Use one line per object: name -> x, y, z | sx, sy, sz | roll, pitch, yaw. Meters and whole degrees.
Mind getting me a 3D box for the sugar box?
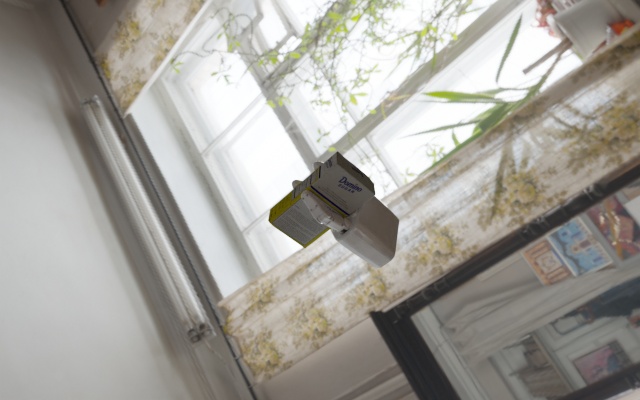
sugar box -> 0.000, 0.003, 0.825 | 0.093, 0.048, 0.176 | 38, -62, -25
